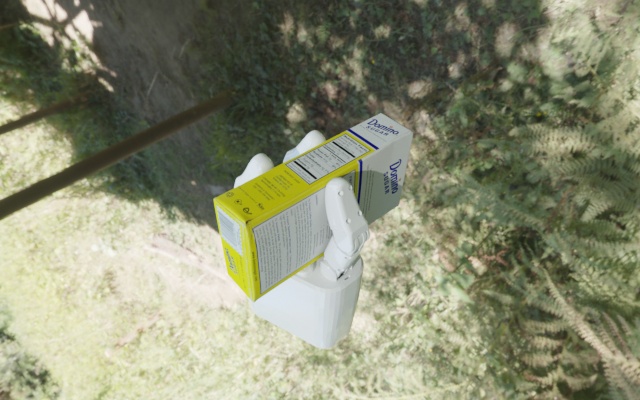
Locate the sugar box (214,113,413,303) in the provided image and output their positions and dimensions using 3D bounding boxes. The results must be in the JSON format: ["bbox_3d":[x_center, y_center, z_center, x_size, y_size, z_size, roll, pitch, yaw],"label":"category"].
[{"bbox_3d":[0.000,0.001,0.407,0.176,0.093,0.048,-32,54,-31],"label":"sugar box"}]
